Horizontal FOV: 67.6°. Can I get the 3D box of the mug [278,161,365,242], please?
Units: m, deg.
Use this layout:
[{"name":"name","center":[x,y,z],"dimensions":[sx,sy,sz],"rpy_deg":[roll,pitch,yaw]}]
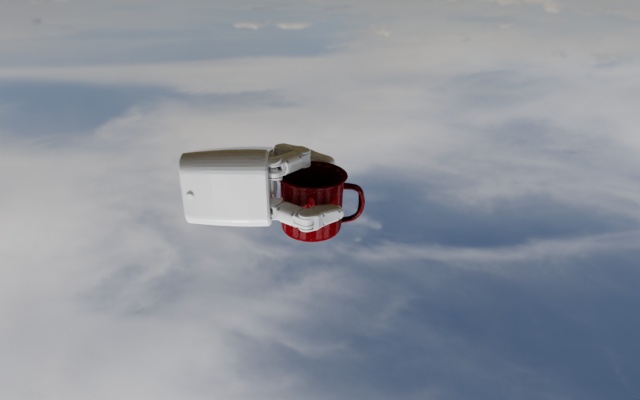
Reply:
[{"name":"mug","center":[0.002,0.002,0.634],"dimensions":[0.117,0.081,0.093],"rpy_deg":[1,26,0]}]
